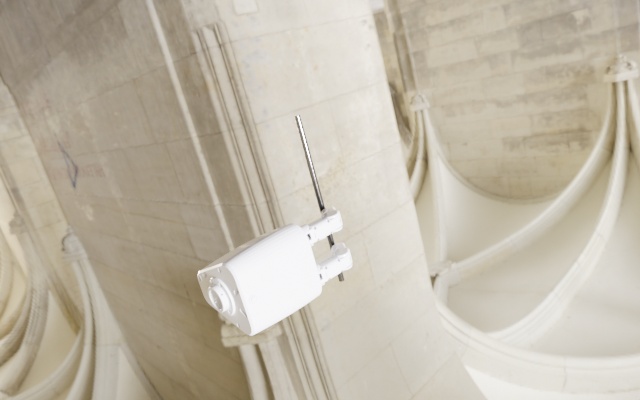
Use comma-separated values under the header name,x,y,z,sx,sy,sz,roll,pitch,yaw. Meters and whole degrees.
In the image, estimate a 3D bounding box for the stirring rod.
name,x,y,z,sx,sy,sz,roll,pitch,yaw
stirring rod,0.000,0.002,0.651,0.011,0.239,0.011,-14,15,4
